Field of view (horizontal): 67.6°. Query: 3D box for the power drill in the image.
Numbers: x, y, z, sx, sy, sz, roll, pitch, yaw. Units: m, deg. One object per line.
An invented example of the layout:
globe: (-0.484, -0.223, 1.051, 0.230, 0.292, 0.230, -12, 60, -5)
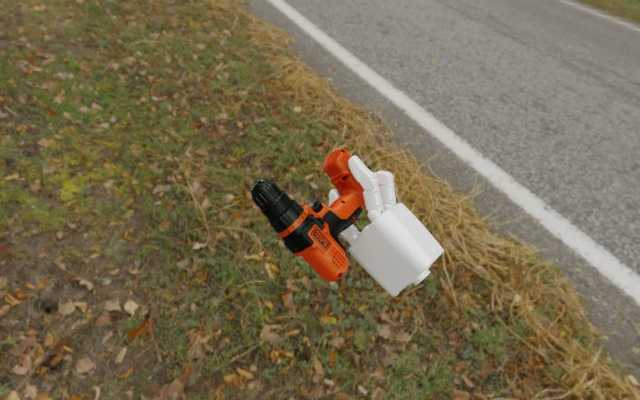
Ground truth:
power drill: (0.001, 0.002, 0.726, 0.057, 0.184, 0.187, -26, 20, 48)
